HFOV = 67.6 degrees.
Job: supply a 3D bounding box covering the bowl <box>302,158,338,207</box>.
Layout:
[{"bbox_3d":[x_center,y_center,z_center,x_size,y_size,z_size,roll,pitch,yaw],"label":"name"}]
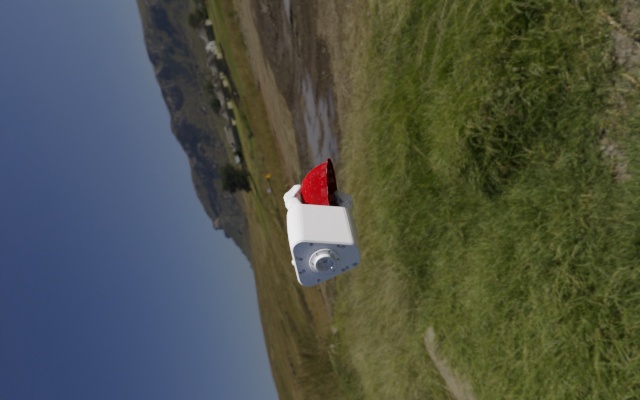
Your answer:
[{"bbox_3d":[0.000,0.003,0.901,0.055,0.162,0.162,-6,-1,9],"label":"bowl"}]
